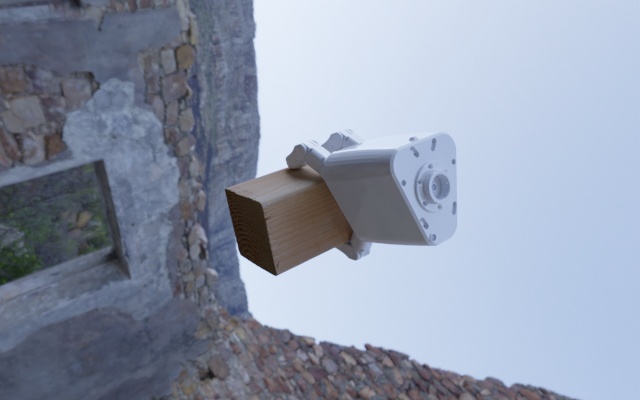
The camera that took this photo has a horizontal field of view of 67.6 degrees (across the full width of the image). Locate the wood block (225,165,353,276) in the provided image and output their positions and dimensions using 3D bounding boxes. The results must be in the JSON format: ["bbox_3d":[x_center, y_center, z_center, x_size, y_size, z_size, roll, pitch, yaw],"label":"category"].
[{"bbox_3d":[0.000,0.002,0.592,0.206,0.091,0.090,-22,24,-32],"label":"wood block"}]
